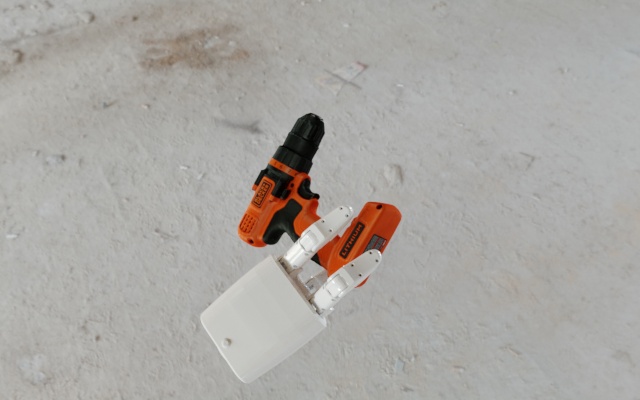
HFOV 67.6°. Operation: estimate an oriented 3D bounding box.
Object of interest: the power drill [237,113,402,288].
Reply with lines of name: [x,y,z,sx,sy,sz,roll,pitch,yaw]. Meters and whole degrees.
power drill: [0.000,0.002,0.567,0.187,0.184,0.057,31,6,37]
